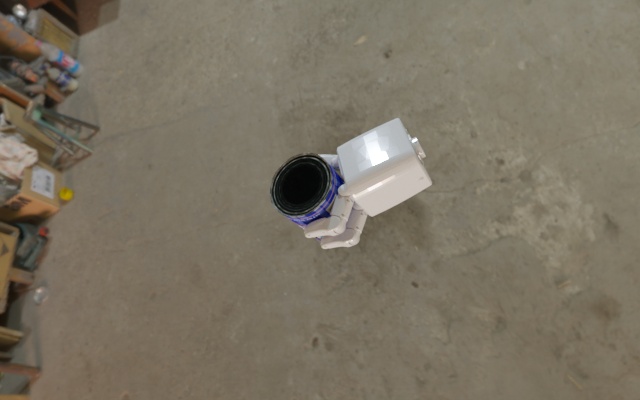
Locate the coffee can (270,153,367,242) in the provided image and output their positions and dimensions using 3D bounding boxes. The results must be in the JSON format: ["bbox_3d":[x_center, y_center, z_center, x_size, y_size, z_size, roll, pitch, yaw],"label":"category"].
[{"bbox_3d":[0.000,0.003,0.747,0.103,0.102,0.140,0,-22,28],"label":"coffee can"}]
